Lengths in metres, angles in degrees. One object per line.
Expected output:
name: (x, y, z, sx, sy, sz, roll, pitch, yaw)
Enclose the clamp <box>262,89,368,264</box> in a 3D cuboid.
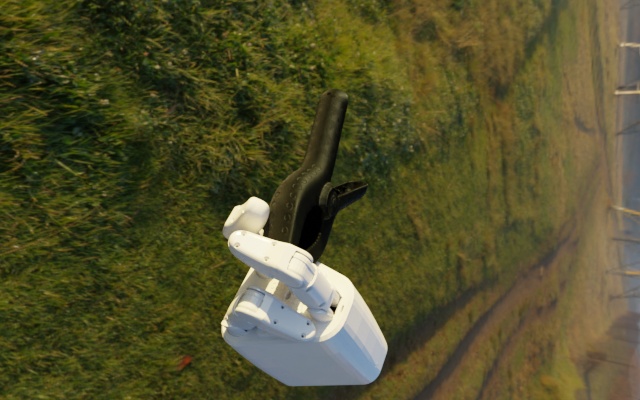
clamp: (0.000, 0.001, 0.413, 0.039, 0.171, 0.120, 5, -36, 33)
